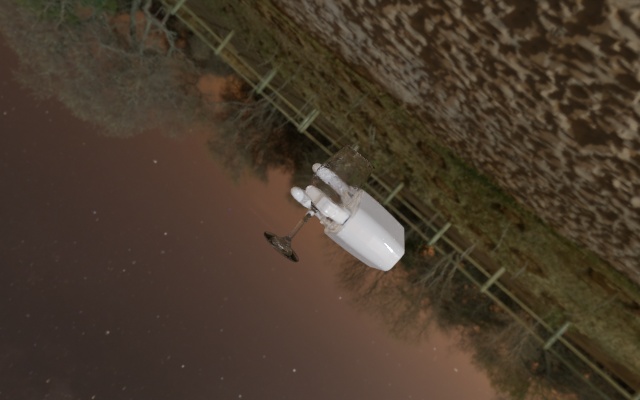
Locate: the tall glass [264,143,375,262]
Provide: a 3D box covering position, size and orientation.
[{"bbox_3d":[0.000,0.003,0.777,0.079,0.201,0.079,40,7,-6],"label":"tall glass"}]
